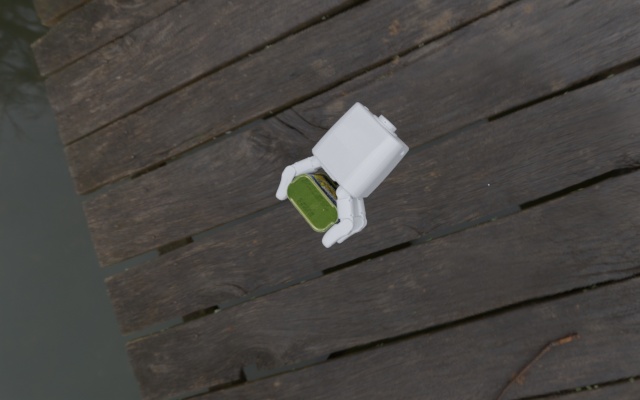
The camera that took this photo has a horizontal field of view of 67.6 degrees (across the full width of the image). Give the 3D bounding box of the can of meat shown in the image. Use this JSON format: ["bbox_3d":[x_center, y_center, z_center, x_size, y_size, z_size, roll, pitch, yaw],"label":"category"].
[{"bbox_3d":[0.000,0.003,0.775,0.057,0.102,0.084,-43,-12,15],"label":"can of meat"}]
